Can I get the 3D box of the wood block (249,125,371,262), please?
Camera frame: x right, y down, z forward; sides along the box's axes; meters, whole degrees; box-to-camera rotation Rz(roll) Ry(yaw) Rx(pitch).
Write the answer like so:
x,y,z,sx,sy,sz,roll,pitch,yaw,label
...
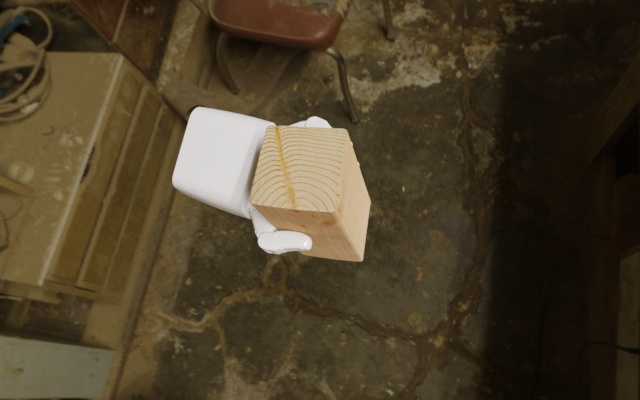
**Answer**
x,y,z,sx,sy,sz,roll,pitch,yaw,label
0.000,0.002,0.567,0.090,0.090,0.206,6,-19,15,wood block
